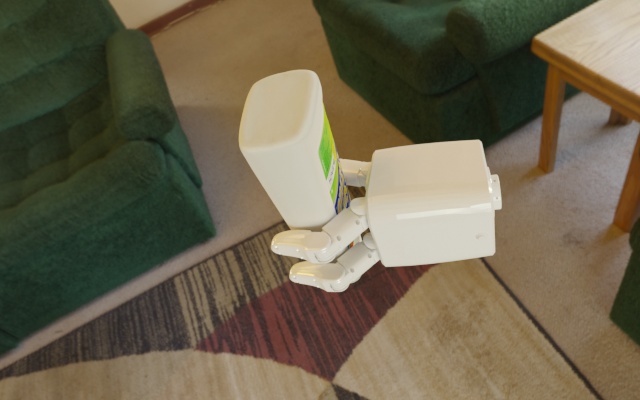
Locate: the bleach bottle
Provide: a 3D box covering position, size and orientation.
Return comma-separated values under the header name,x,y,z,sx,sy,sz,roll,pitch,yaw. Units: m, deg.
name,x,y,z,sx,sy,sz,roll,pitch,yaw
bleach bottle,0.000,0.002,0.481,0.068,0.102,0.251,-8,-41,15
